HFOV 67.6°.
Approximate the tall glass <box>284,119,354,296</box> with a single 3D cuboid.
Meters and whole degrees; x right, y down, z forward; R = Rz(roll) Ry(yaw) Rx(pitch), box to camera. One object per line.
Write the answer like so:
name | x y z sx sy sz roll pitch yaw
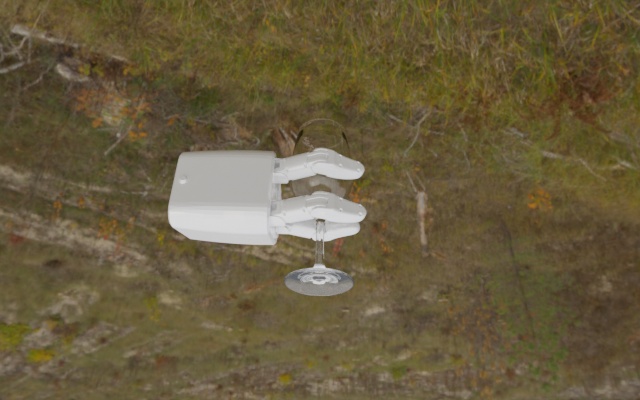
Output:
tall glass | 0.000 0.002 0.552 0.079 0.201 0.079 1 -31 1
